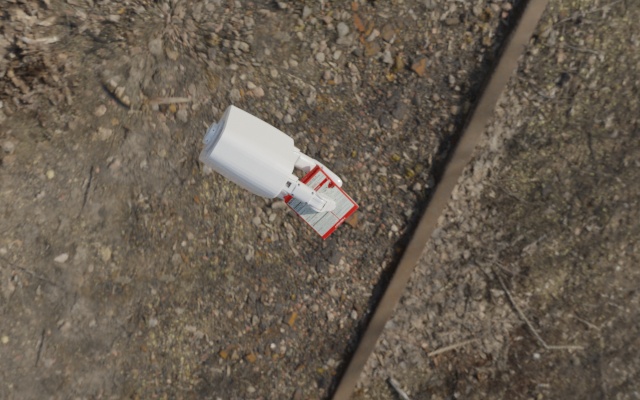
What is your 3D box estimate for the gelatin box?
[{"bbox_3d":[0.000,0.003,0.715,0.089,0.073,0.030,44,5,-18],"label":"gelatin box"}]
